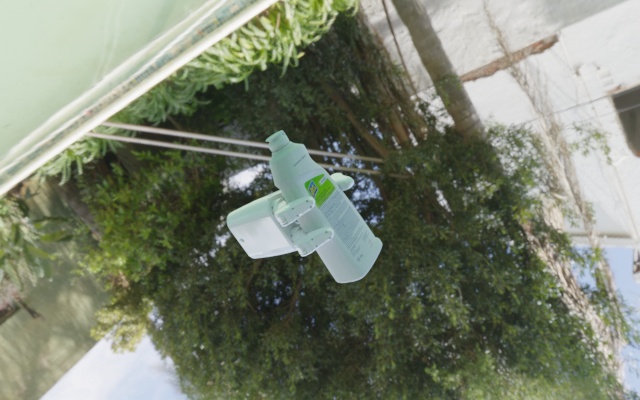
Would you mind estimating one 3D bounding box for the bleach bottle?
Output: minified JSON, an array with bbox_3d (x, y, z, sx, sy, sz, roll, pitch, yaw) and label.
[{"bbox_3d":[0.000,0.002,0.735,0.068,0.251,0.102,-18,23,38],"label":"bleach bottle"}]
